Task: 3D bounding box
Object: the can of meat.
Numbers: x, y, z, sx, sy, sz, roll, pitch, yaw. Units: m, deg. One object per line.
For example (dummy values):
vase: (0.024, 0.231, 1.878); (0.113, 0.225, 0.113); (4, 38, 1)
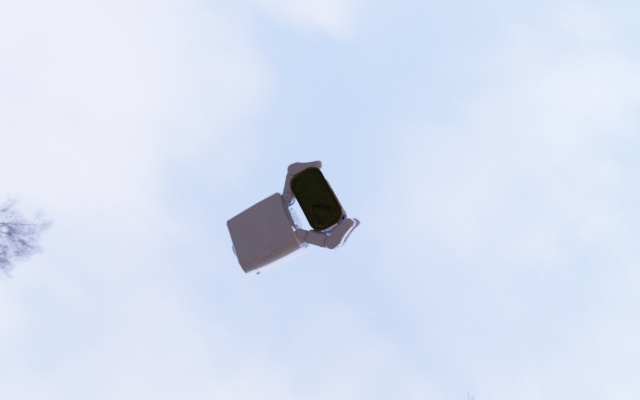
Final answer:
can of meat: (0.000, 0.003, 0.791); (0.057, 0.102, 0.084); (-30, -12, 5)
